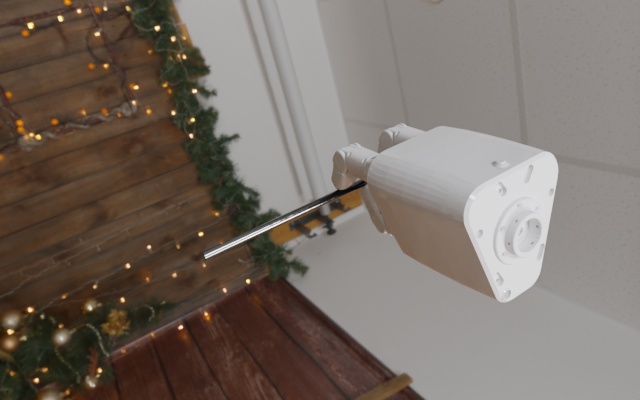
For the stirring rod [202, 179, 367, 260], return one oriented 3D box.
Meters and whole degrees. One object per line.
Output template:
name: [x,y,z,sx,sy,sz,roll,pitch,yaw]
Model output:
stirring rod: [0.000,0.002,0.460,0.239,0.011,0.011,-25,10,-22]
